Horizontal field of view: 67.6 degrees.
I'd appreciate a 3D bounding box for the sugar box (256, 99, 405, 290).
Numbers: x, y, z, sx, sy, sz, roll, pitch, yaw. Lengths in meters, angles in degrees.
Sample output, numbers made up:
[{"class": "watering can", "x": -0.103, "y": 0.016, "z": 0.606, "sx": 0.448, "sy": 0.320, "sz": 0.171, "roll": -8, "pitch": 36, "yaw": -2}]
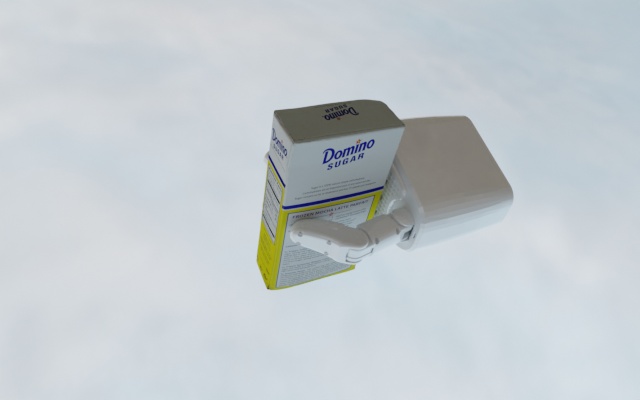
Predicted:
[{"class": "sugar box", "x": 0.000, "y": 0.001, "z": 0.402, "sx": 0.093, "sy": 0.176, "sz": 0.048, "roll": -11, "pitch": 47, "yaw": -24}]
